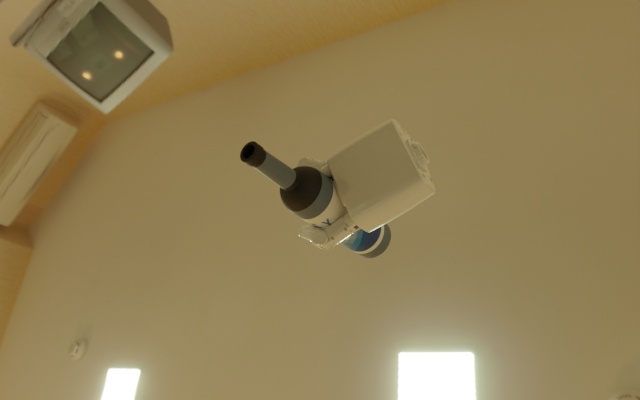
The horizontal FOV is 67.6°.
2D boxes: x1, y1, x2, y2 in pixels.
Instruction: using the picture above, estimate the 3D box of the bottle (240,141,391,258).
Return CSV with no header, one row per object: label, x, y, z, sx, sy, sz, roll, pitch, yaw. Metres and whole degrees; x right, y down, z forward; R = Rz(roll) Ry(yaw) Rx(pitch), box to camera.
bottle,0.000,0.002,0.659,0.069,0.069,0.296,0,-24,38
